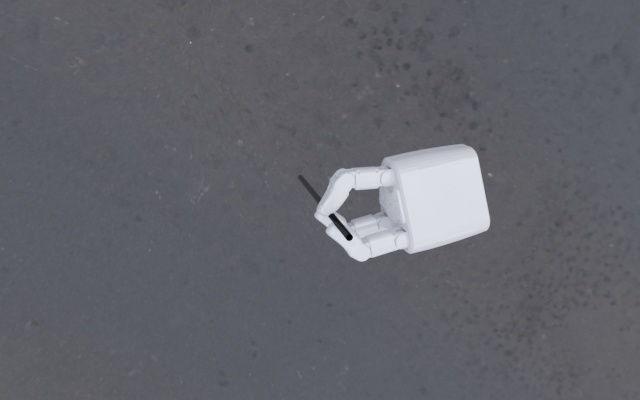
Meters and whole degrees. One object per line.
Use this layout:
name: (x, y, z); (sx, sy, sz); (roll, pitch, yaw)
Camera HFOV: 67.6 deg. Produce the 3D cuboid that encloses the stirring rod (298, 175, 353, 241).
stirring rod: (0.000, 0.002, 0.604); (0.011, 0.011, 0.239); (0, 18, -15)
